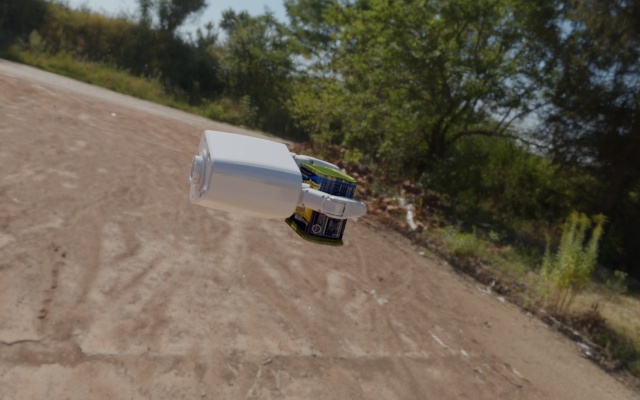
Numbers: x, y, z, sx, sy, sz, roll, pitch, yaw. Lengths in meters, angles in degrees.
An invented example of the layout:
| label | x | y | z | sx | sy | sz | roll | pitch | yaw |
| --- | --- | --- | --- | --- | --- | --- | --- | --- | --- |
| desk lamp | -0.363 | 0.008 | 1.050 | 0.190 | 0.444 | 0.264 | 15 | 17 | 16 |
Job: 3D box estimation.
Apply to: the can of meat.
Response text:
| label | x | y | z | sx | sy | sz | roll | pitch | yaw |
| --- | --- | --- | --- | --- | --- | --- | --- | --- | --- |
| can of meat | 0.000 | 0.002 | 0.611 | 0.057 | 0.084 | 0.102 | 10 | 10 | -23 |
